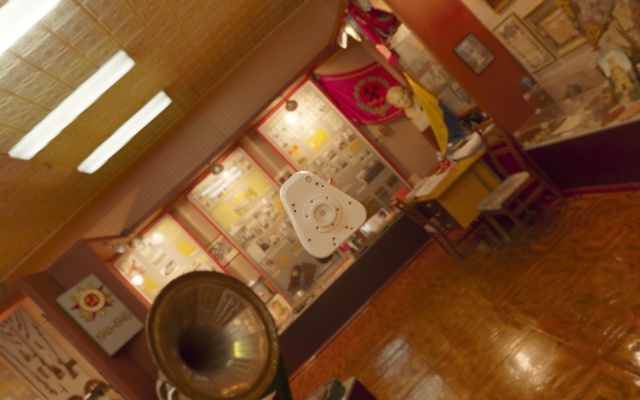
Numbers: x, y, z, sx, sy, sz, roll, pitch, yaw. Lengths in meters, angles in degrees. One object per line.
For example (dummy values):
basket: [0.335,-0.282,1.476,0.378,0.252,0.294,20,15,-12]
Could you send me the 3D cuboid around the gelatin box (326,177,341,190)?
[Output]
gelatin box: [0.000,0.002,0.800,0.073,0.030,0.089,-41,10,11]
